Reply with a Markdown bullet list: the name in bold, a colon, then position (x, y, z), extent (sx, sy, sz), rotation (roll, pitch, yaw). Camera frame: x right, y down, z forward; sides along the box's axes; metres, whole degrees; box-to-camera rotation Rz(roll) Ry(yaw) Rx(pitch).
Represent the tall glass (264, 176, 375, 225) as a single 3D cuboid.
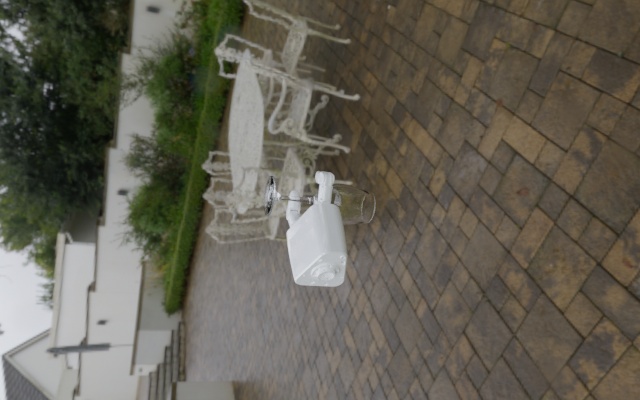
- **tall glass**: position (-0.001, 0.003, 0.896), extent (0.201, 0.079, 0.079), rotation (6, -2, -19)
